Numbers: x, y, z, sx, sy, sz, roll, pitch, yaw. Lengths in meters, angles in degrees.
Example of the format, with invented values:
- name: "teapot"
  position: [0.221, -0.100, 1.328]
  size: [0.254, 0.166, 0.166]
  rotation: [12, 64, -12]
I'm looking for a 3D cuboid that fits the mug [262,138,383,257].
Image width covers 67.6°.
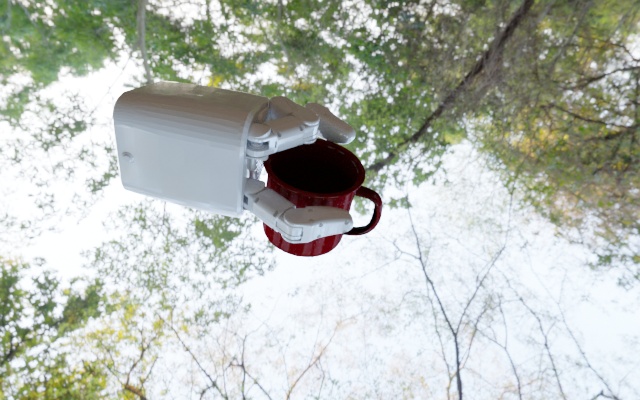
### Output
- name: "mug"
  position: [0.001, 0.002, 0.451]
  size: [0.117, 0.082, 0.093]
  rotation: [13, 38, 2]
